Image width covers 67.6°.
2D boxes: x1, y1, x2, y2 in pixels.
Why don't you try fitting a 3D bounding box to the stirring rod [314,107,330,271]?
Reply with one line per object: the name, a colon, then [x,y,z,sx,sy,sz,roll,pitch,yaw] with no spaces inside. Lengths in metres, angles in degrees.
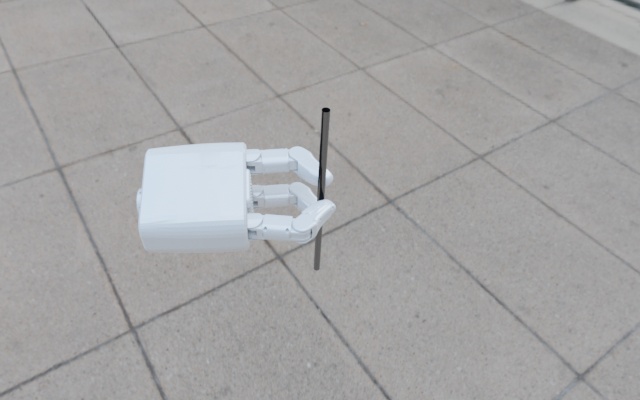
stirring rod: [0.000,0.002,0.520,0.011,0.011,0.240,0,-44,-3]
